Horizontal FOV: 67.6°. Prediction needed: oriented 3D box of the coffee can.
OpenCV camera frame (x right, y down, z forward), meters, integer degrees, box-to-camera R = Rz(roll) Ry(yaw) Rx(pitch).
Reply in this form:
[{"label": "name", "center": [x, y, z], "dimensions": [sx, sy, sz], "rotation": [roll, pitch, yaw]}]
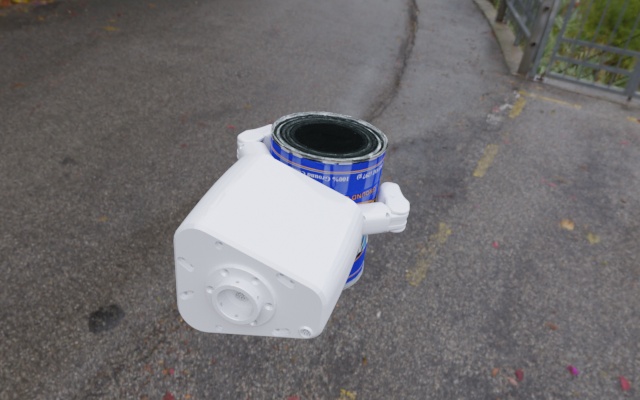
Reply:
[{"label": "coffee can", "center": [0.000, 0.002, 0.448], "dimensions": [0.103, 0.140, 0.102], "rotation": [5, 31, -3]}]
